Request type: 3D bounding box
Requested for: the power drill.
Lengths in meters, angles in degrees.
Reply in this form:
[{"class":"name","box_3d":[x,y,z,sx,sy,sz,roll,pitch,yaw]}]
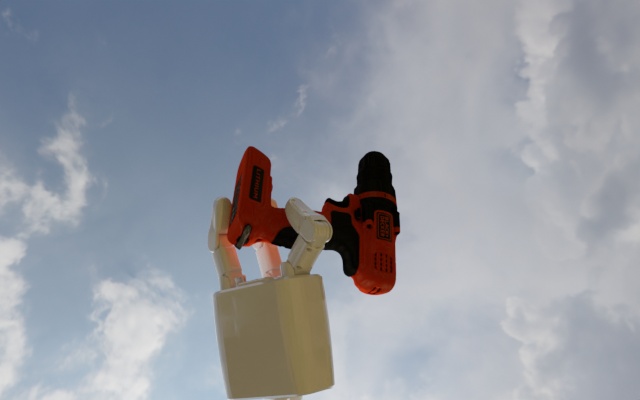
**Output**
[{"class":"power drill","box_3d":[0.000,0.002,0.528,0.187,0.184,0.057,14,-36,-15]}]
